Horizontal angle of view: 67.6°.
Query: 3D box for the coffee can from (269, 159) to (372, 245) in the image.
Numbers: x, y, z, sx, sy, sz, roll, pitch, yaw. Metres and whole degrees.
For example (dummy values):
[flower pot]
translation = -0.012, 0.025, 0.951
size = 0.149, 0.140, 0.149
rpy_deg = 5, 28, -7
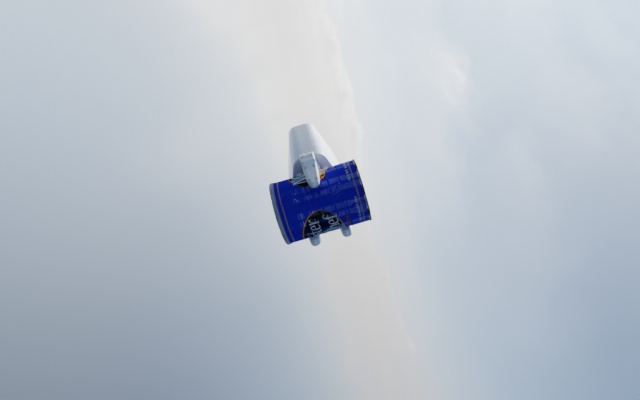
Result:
[coffee can]
translation = 0.000, 0.003, 0.763
size = 0.140, 0.103, 0.103
rpy_deg = -16, -1, 2
